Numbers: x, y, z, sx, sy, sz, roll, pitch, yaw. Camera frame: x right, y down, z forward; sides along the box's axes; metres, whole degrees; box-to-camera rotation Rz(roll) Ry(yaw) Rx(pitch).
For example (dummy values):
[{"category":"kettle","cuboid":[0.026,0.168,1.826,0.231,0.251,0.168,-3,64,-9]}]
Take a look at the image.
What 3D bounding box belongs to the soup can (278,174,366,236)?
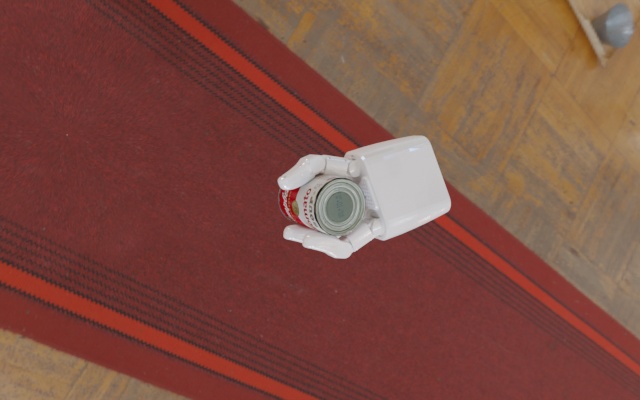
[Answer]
[{"category":"soup can","cuboid":[0.000,0.002,0.571,0.068,0.068,0.102,0,7,-28]}]
